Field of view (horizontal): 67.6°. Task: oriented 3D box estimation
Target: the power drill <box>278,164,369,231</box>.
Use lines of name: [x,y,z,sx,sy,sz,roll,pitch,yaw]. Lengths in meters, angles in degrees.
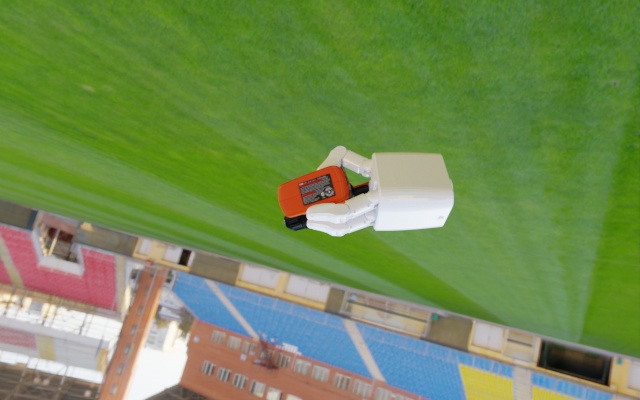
power drill: [0.000,0.002,0.774,0.184,0.057,0.188,-21,-12,14]
